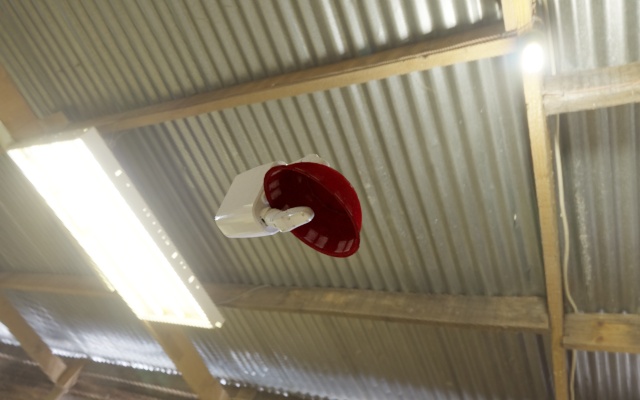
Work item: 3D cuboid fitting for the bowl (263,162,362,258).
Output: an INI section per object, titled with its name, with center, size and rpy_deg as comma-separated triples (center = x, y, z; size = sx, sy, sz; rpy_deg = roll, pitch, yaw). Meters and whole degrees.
[bowl]
center = 0.001, 0.002, 0.655
size = 0.162, 0.162, 0.055
rpy_deg = 0, 39, 49
